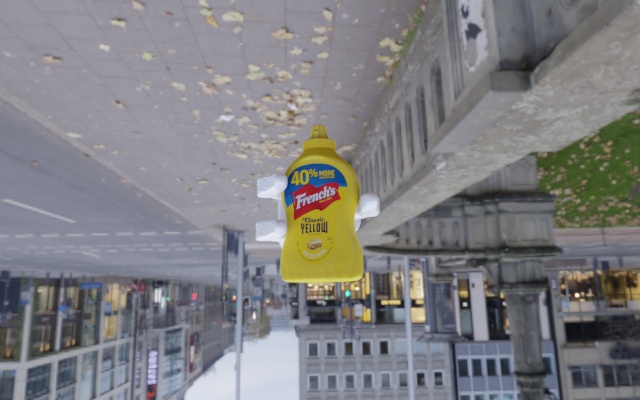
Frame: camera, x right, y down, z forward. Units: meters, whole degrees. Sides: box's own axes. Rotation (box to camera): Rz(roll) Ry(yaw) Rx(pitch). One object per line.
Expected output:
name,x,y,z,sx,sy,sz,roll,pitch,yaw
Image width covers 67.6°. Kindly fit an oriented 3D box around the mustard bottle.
mustard bottle,0.000,0.002,0.580,0.096,0.191,0.058,-5,-11,19
